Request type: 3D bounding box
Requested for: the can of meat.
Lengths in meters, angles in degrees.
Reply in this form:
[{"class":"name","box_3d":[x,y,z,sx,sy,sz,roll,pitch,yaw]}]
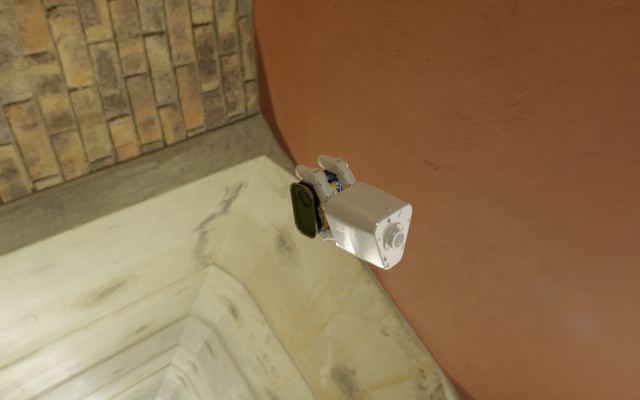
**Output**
[{"class":"can of meat","box_3d":[0.000,0.003,0.837,0.084,0.102,0.057,-28,34,-34]}]
